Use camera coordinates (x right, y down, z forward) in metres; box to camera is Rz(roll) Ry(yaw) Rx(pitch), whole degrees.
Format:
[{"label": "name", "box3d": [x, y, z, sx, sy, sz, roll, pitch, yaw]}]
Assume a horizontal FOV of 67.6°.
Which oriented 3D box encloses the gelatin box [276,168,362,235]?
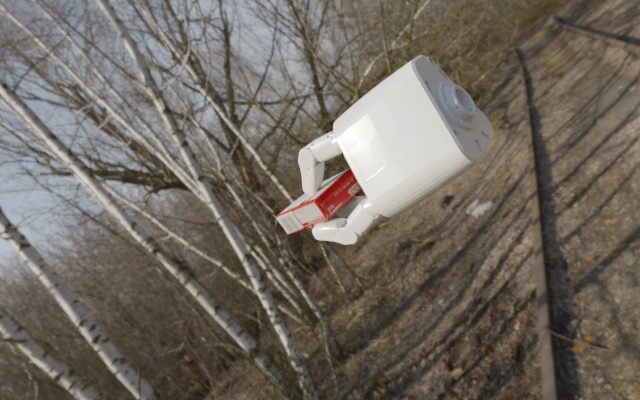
[{"label": "gelatin box", "box3d": [0.000, 0.002, 0.555, 0.073, 0.030, 0.089, -41, 11, -36]}]
